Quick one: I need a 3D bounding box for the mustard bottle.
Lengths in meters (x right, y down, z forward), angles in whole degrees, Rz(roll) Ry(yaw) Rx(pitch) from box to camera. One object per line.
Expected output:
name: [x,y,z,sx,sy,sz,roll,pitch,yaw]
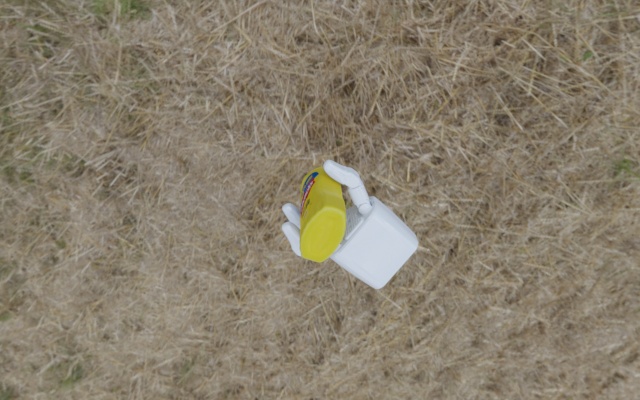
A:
mustard bottle: [0.000,0.002,0.738,0.058,0.096,0.191,16,28,-11]
